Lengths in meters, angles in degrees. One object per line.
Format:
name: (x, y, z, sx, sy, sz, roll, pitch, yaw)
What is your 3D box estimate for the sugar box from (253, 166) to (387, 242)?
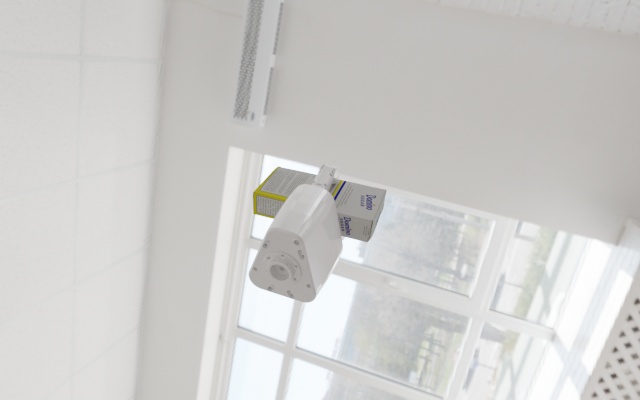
sugar box: (0.000, 0.003, 0.701, 0.176, 0.048, 0.093, 16, 34, 13)
